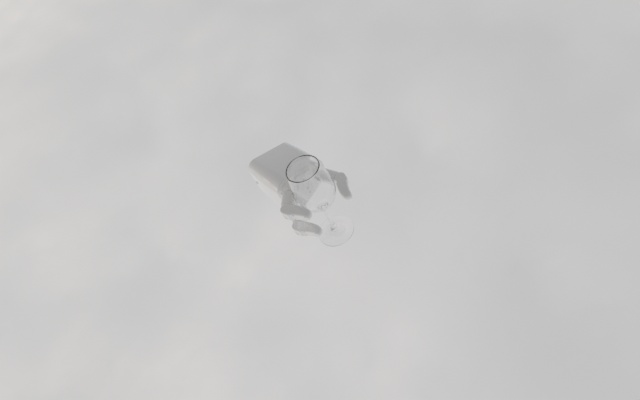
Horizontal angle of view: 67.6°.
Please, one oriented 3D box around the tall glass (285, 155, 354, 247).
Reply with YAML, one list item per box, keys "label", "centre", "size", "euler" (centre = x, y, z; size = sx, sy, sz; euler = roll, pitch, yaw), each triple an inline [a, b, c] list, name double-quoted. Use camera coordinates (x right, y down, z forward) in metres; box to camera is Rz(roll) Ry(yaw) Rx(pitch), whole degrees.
- label: "tall glass"
  centre: [0.000, 0.003, 0.885]
  size: [0.079, 0.079, 0.201]
  euler: [0, -35, 22]
